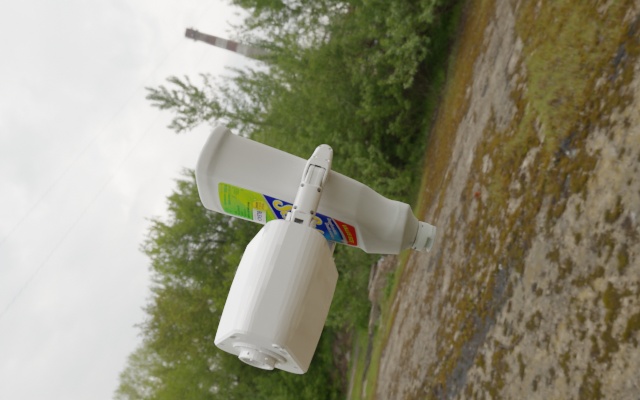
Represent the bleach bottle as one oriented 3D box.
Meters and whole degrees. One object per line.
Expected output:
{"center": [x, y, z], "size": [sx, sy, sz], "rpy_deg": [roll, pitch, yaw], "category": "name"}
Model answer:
{"center": [0.000, 0.002, 0.508], "size": [0.251, 0.068, 0.103], "rpy_deg": [17, -30, 3], "category": "bleach bottle"}
